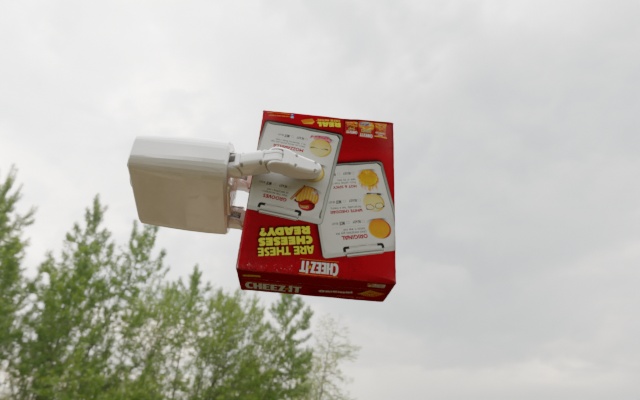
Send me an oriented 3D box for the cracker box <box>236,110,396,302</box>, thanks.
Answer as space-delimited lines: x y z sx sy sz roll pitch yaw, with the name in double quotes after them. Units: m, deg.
0.000 0.002 0.556 0.164 0.213 0.072 5 -31 -2 "cracker box"
